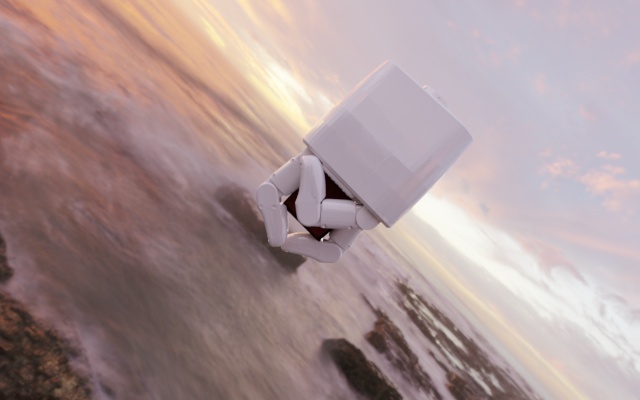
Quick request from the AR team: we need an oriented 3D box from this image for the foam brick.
[{"bbox_3d":[0.000,0.002,0.483,0.051,0.053,0.078,-45,2,4],"label":"foam brick"}]
